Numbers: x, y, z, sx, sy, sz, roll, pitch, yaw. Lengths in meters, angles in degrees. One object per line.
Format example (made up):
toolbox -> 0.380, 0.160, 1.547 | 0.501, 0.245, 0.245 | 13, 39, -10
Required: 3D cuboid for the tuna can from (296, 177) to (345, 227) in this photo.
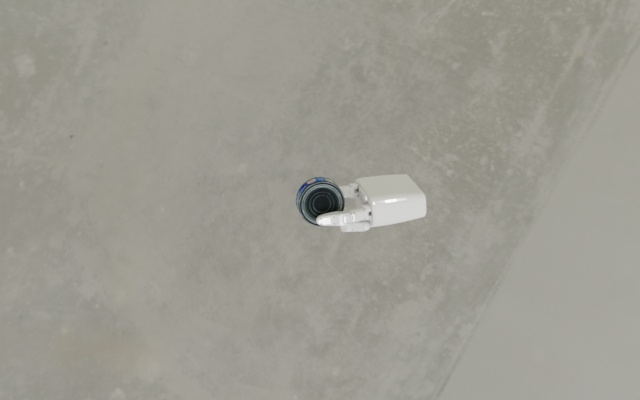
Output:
tuna can -> 0.000, 0.003, 0.857 | 0.086, 0.086, 0.033 | 0, 15, -10
